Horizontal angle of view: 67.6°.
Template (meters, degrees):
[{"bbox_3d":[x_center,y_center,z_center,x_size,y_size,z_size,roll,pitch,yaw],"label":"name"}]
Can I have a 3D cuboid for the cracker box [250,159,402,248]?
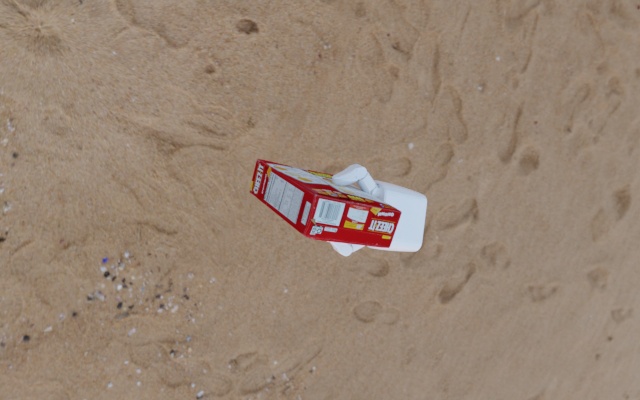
[{"bbox_3d":[0.000,0.002,0.782,0.164,0.072,0.213,10,12,-33],"label":"cracker box"}]
